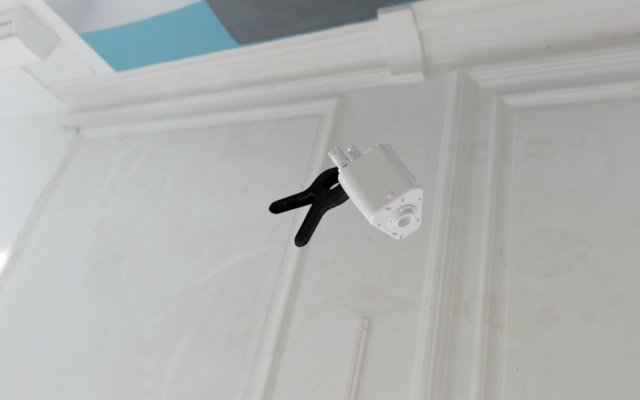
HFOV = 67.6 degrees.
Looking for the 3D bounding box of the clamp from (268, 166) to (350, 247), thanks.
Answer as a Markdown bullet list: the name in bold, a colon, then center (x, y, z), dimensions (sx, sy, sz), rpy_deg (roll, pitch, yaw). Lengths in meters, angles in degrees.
- **clamp**: center (0.000, 0.003, 0.799), dimensions (0.171, 0.120, 0.039), rpy_deg (-34, -41, 4)
